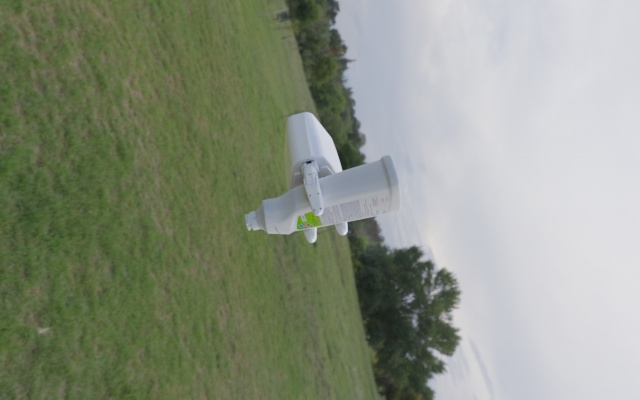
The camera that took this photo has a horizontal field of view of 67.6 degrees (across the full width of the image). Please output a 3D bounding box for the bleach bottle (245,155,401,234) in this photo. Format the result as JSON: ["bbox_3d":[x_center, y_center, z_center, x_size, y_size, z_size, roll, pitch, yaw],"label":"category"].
[{"bbox_3d":[0.000,0.003,0.770,0.251,0.068,0.103,-13,-34,3],"label":"bleach bottle"}]
